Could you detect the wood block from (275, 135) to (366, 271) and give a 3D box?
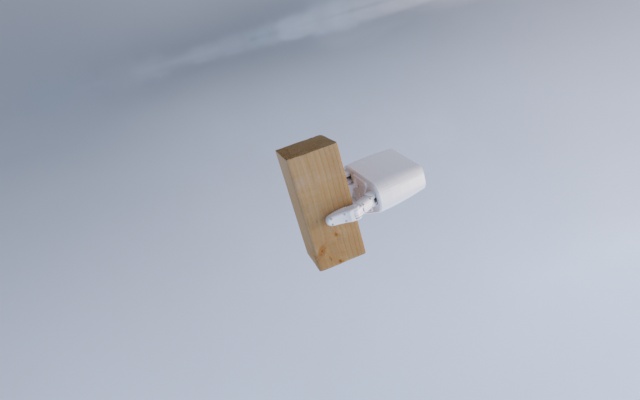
[{"bbox_3d":[0.001,0.003,0.827,0.090,0.206,0.090,-21,21,-11],"label":"wood block"}]
